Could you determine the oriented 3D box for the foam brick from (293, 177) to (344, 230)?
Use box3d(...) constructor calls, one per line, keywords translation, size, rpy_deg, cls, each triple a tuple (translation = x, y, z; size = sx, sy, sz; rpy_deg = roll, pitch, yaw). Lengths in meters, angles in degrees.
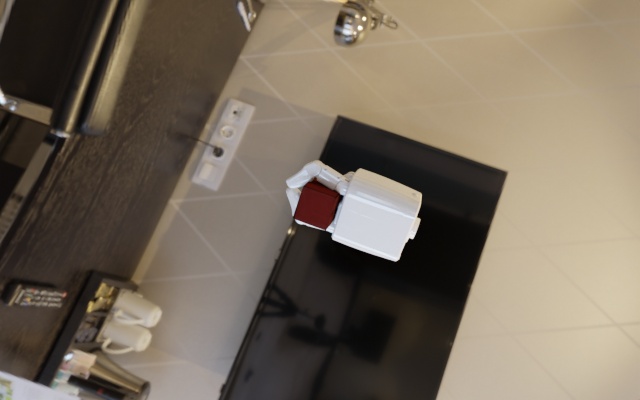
box3d(translation=(0.000, 0.002, 0.702), size=(0.051, 0.053, 0.078), rpy_deg=(21, 18, 8), cls="foam brick")
